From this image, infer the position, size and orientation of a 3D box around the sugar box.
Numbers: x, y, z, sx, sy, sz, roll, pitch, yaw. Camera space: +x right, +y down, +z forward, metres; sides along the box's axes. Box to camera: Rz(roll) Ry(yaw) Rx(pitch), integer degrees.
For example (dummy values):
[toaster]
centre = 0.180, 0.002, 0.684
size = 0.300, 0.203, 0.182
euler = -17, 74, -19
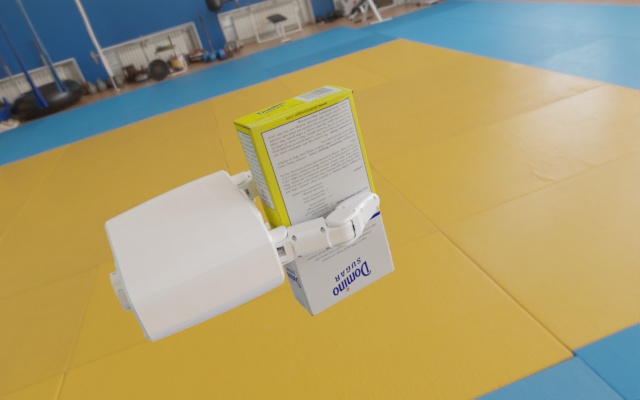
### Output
[sugar box]
centre = 0.000, 0.001, 0.409
size = 0.093, 0.176, 0.048
euler = -25, 28, -20
